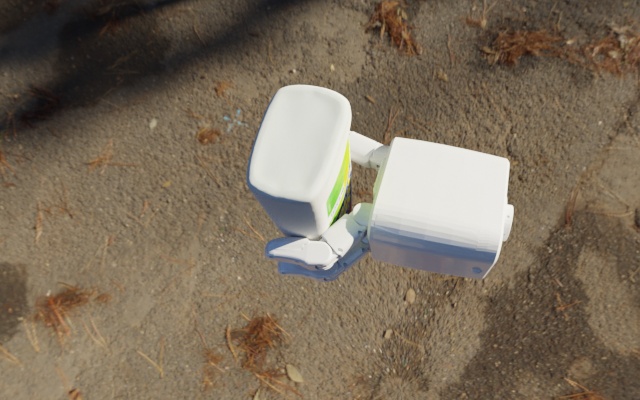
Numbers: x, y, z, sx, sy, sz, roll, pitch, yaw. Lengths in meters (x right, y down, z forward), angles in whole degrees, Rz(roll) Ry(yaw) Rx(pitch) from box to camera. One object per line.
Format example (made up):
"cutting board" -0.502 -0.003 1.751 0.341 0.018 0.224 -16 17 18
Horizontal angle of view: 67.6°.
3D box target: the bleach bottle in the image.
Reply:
"bleach bottle" 0.000 0.002 0.467 0.068 0.102 0.251 13 -19 14
